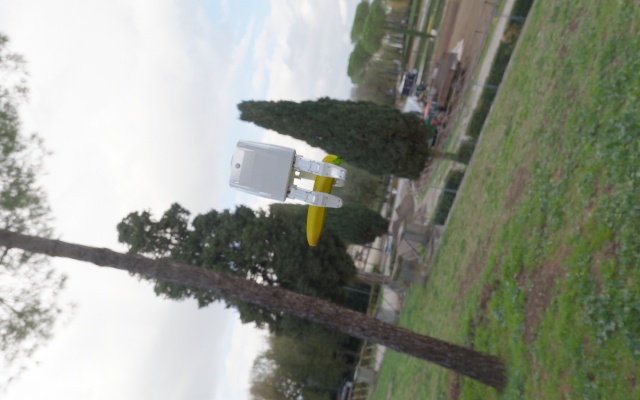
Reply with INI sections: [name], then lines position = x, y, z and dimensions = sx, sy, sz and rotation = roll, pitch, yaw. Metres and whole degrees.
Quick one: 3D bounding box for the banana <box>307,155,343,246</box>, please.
[banana]
position = 0.002, -0.009, 0.895
dimensions = 0.037, 0.198, 0.069
rotation = 12, 31, -4
